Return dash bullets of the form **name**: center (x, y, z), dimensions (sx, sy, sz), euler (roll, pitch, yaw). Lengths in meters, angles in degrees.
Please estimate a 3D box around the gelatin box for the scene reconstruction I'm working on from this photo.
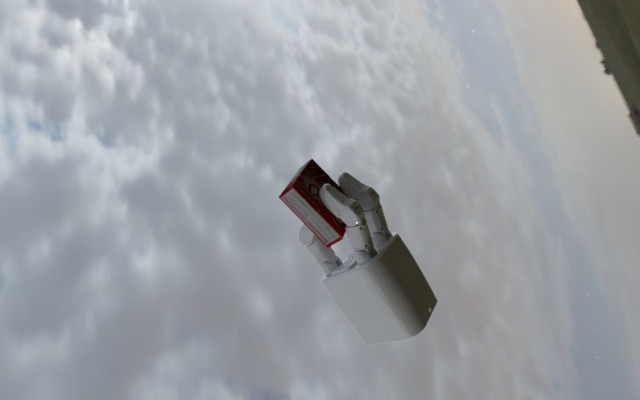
- **gelatin box**: center (0.000, 0.002, 0.584), dimensions (0.030, 0.089, 0.073), euler (-37, 13, 35)
